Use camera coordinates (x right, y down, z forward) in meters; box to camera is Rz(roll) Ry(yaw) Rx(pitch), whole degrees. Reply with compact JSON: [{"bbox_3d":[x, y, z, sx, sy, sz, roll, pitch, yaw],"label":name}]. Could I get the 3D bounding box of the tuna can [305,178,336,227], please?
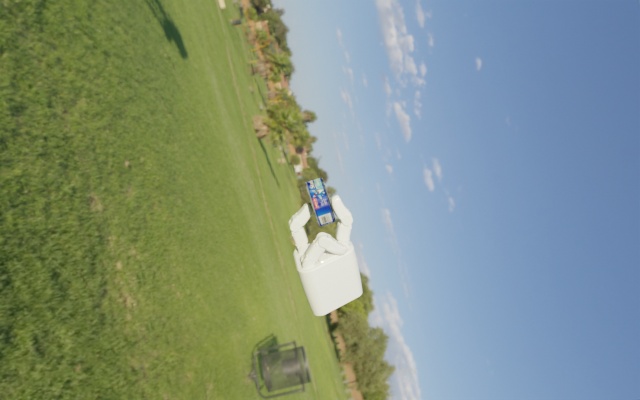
[{"bbox_3d":[0.001,0.003,0.864,0.034,0.086,0.086,-18,0,0],"label":"tuna can"}]
